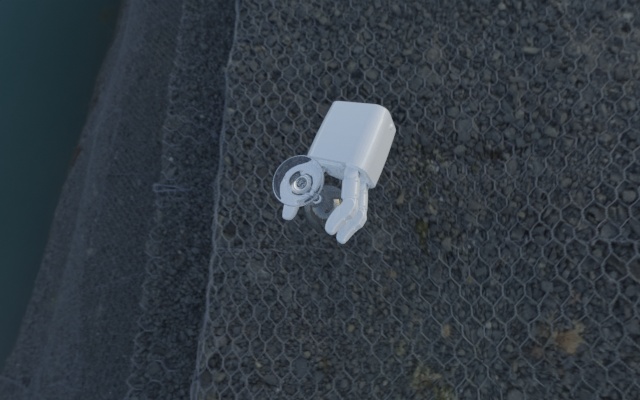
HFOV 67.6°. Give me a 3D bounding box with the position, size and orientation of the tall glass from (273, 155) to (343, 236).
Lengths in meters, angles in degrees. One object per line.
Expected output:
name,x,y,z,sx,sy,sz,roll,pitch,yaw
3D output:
tall glass,0.000,0.002,0.734,0.079,0.079,0.201,0,-18,19
